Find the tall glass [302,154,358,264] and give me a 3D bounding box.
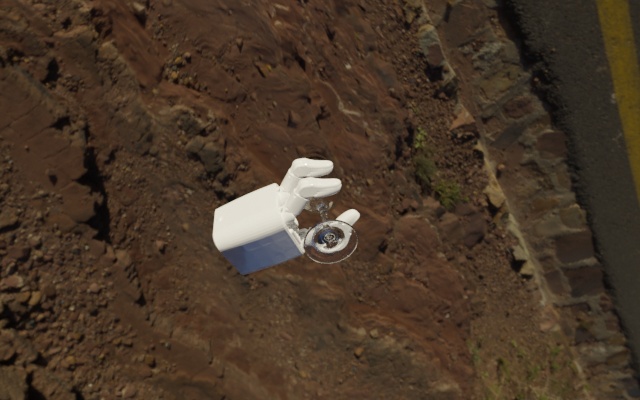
[{"bbox_3d":[0.000,0.003,0.723,0.079,0.079,0.201,0,33,-9],"label":"tall glass"}]
